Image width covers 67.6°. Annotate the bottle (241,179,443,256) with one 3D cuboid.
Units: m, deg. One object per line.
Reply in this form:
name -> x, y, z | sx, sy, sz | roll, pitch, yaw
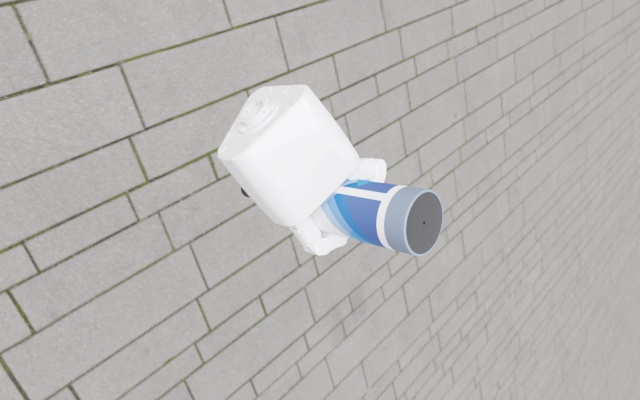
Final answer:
bottle -> 0.000, 0.002, 0.569 | 0.069, 0.069, 0.295 | 0, 8, -44
